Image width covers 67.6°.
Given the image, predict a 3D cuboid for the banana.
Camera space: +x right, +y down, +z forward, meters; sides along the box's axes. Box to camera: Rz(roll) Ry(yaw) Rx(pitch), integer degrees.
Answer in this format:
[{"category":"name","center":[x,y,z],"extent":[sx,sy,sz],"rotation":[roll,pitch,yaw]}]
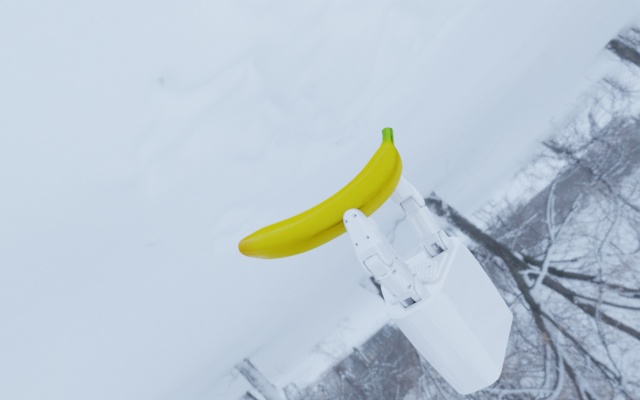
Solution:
[{"category":"banana","center":[0.009,0.007,0.464],"extent":[0.198,0.037,0.069],"rotation":[-36,33,-2]}]
